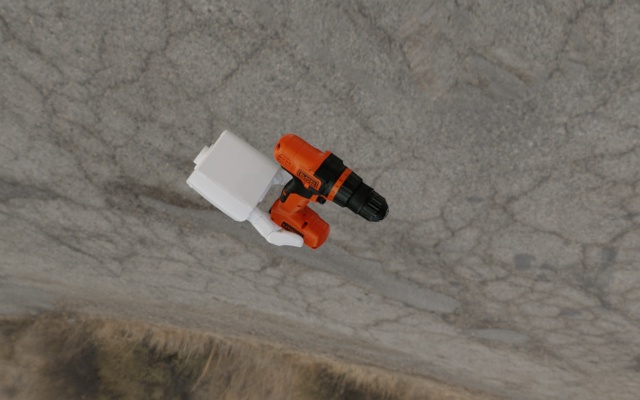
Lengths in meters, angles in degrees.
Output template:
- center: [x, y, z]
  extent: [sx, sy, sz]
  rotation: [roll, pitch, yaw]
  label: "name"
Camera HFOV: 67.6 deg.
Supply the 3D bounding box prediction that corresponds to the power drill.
- center: [0.000, 0.002, 0.729]
  extent: [0.184, 0.057, 0.188]
  rotation: [36, -34, 6]
  label: "power drill"
